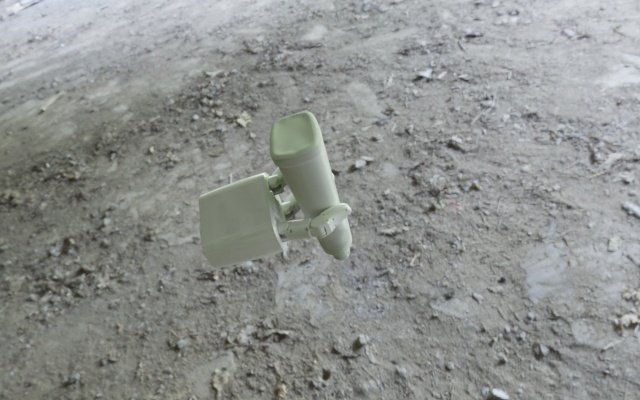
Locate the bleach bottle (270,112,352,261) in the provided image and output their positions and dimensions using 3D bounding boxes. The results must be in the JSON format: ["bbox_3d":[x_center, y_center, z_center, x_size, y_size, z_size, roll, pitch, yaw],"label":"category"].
[{"bbox_3d":[0.000,0.002,0.687,0.068,0.251,0.102,-17,40,6],"label":"bleach bottle"}]
